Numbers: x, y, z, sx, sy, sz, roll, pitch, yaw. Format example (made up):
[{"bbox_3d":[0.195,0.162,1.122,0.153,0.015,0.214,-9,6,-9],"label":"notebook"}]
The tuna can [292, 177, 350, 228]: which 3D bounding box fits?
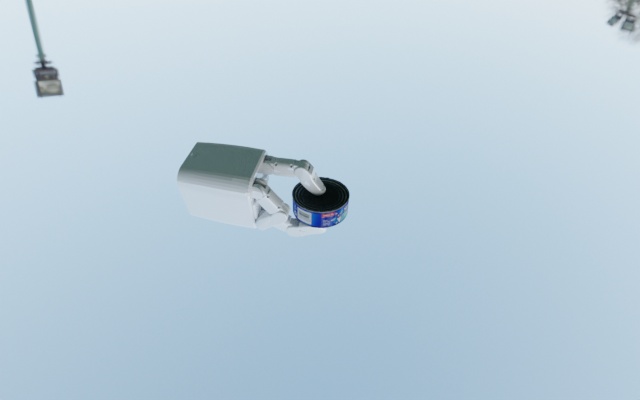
[{"bbox_3d":[0.000,0.003,0.716,0.086,0.034,0.086,1,38,-1],"label":"tuna can"}]
